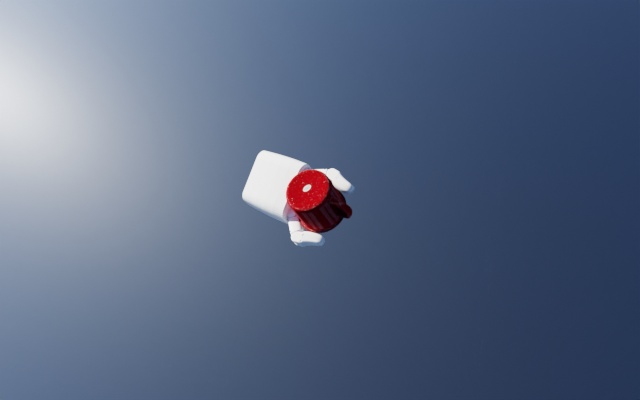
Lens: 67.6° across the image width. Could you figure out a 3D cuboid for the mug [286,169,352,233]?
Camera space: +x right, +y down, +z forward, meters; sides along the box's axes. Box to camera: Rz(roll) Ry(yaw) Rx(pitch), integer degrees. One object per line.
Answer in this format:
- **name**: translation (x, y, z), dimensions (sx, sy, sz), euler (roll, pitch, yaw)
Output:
- **mug**: translation (0.001, 0.003, 0.820), dimensions (0.117, 0.093, 0.081), euler (21, -17, 28)
